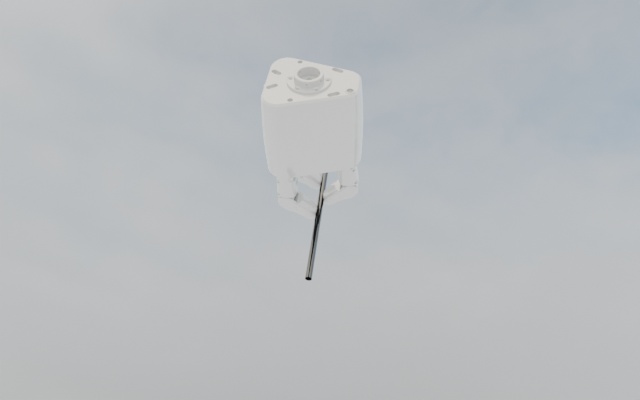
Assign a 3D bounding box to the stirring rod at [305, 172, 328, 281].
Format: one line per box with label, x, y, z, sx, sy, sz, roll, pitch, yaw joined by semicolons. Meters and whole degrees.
stirring rod;0.000;0.002;0.639;0.011;0.239;0.011;5;-41;4
